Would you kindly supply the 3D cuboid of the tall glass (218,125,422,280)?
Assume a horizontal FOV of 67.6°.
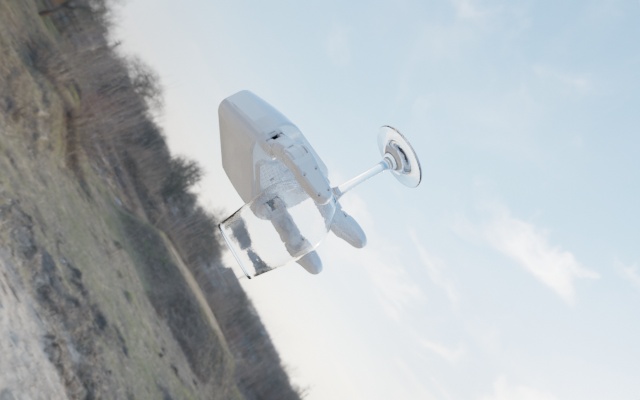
[{"bbox_3d":[0.001,0.001,0.482,0.201,0.079,0.079,-30,8,-15],"label":"tall glass"}]
